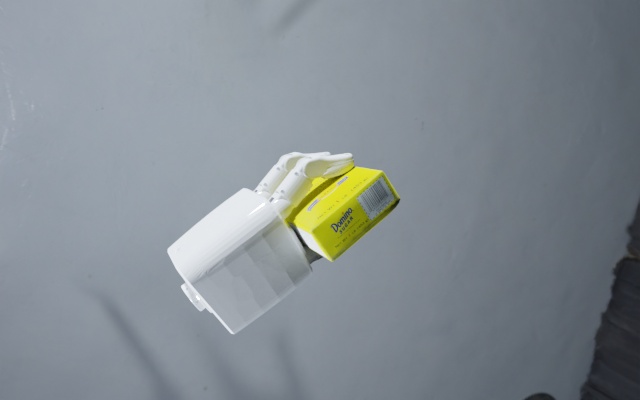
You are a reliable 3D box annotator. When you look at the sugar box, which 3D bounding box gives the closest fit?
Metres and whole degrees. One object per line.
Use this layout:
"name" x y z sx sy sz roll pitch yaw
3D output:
"sugar box" 0.000 0.001 0.519 0.093 0.048 0.176 -39 23 -14
